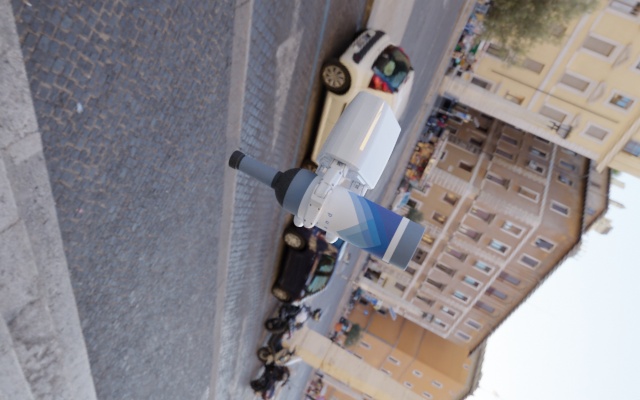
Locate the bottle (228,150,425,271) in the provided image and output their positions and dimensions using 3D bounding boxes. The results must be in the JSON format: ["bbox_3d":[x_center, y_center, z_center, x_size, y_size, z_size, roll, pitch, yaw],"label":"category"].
[{"bbox_3d":[0.000,0.002,0.681,0.295,0.069,0.069,27,5,10],"label":"bottle"}]
